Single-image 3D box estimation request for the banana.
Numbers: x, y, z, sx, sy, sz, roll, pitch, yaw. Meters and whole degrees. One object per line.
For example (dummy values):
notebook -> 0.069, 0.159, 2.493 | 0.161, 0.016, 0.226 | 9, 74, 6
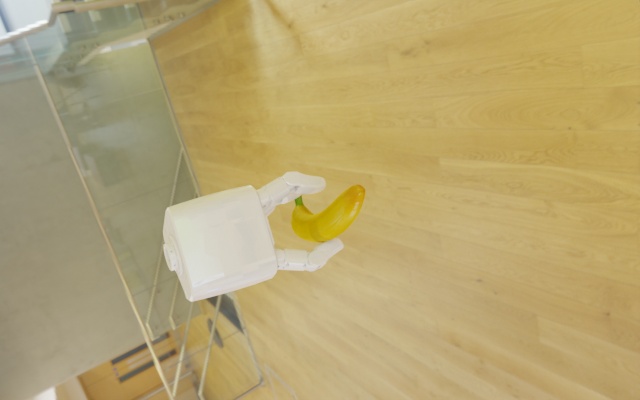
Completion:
banana -> 0.000, 0.021, 0.621 | 0.037, 0.069, 0.198 | -6, 0, -27
